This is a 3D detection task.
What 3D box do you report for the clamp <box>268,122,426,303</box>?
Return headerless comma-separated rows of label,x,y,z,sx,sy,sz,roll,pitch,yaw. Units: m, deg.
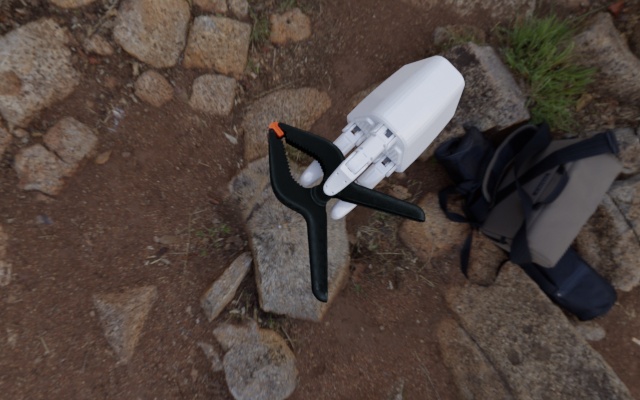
clamp,0.000,0.001,0.559,0.164,0.210,0.036,-45,1,-11
